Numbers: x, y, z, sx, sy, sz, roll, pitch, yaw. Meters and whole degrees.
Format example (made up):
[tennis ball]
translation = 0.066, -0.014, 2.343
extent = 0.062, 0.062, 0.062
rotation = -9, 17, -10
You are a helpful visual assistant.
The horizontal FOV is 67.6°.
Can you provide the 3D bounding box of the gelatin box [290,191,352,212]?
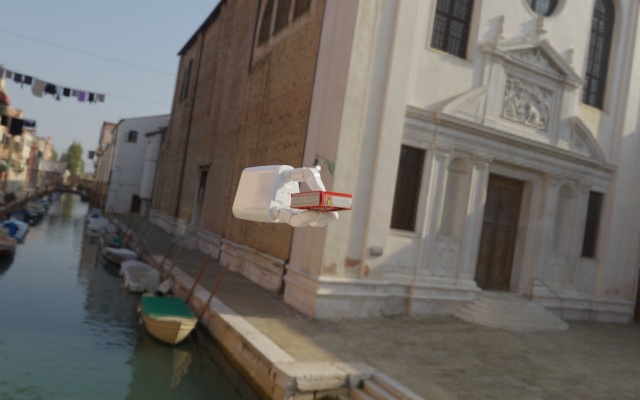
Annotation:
[gelatin box]
translation = 0.000, 0.002, 0.846
extent = 0.073, 0.030, 0.089
rotation = 7, -8, -39
